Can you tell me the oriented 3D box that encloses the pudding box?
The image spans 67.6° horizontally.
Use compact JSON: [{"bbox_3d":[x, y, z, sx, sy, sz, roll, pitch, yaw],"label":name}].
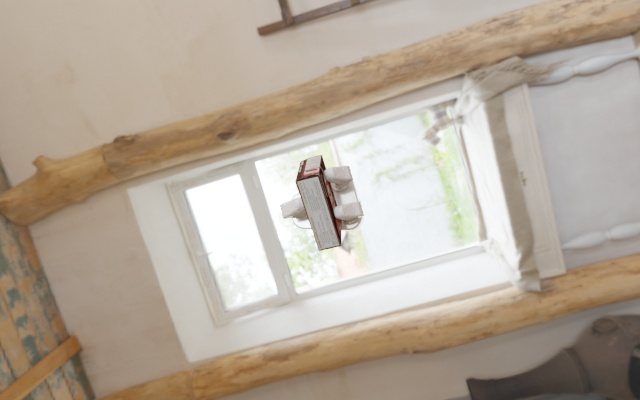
[{"bbox_3d":[0.000,0.002,0.683,0.039,0.113,0.090,-17,20,8],"label":"pudding box"}]
